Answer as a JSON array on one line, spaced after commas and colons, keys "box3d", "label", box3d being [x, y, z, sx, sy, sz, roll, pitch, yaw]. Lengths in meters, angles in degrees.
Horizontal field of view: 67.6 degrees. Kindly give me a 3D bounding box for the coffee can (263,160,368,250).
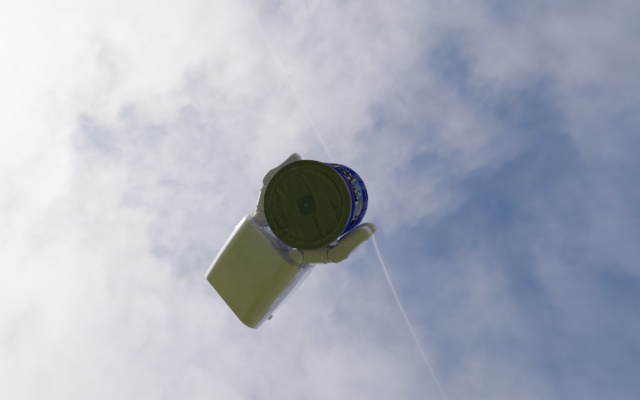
[{"box3d": [0.000, 0.002, 0.602, 0.103, 0.103, 0.140, 0, 3, 14], "label": "coffee can"}]
